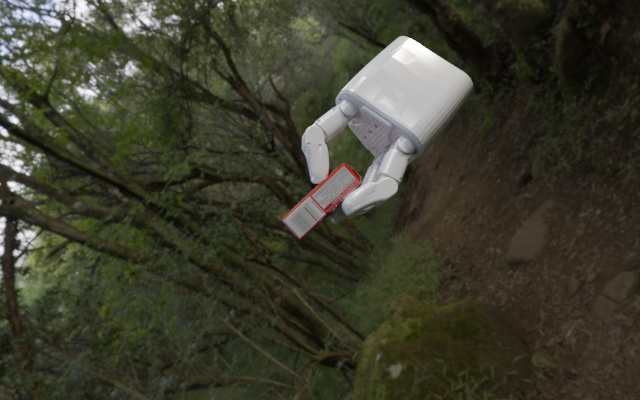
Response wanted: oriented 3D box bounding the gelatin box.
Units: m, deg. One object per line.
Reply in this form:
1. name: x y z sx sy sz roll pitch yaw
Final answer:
1. gelatin box: 0.000 0.002 0.508 0.089 0.030 0.073 -43 1 -5
